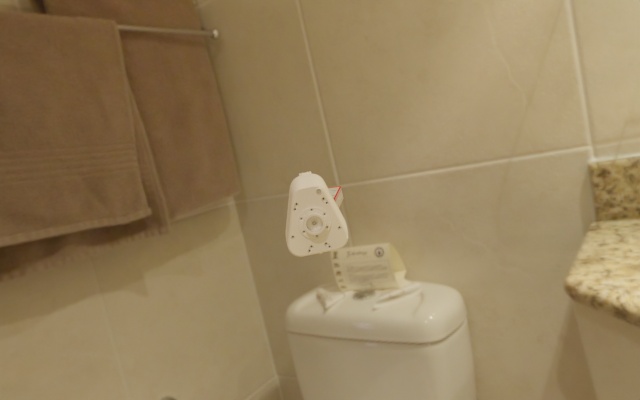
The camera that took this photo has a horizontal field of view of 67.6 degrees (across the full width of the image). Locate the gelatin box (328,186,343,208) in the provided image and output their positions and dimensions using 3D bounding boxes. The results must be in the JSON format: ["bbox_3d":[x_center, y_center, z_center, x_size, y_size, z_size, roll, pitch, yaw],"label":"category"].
[{"bbox_3d":[0.000,0.002,0.886,0.073,0.030,0.089,-9,15,12],"label":"gelatin box"}]
